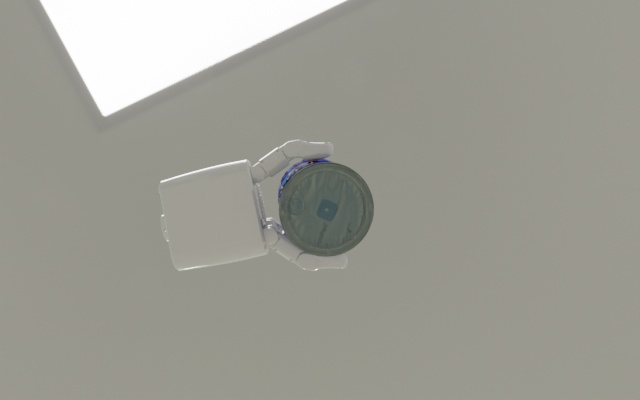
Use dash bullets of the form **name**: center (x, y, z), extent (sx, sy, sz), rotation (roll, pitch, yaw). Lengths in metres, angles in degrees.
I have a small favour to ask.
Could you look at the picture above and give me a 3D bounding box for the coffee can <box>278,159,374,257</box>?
- **coffee can**: center (0.000, 0.002, 0.578), extent (0.103, 0.103, 0.140), rotation (0, 7, -6)
